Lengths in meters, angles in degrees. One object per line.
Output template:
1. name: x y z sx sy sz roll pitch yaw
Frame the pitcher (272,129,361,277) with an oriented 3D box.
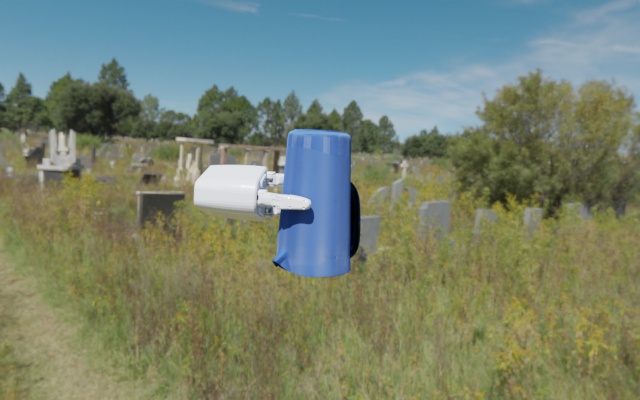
1. pitcher: 0.000 0.003 0.829 0.145 0.243 0.149 4 6 5
